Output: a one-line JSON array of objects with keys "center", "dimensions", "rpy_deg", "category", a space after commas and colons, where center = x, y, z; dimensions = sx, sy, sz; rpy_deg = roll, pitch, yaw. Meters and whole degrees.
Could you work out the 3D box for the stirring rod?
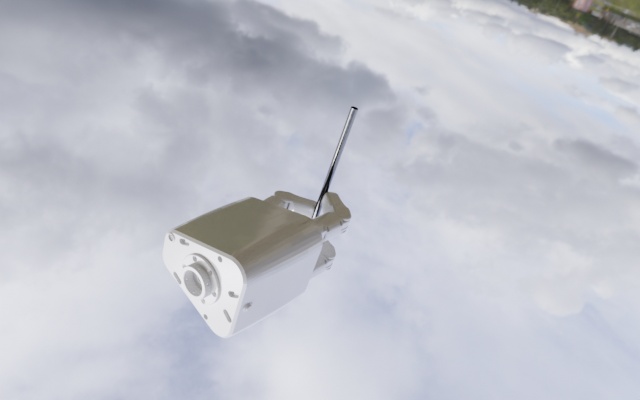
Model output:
[{"center": [0.000, 0.002, 0.555], "dimensions": [0.011, 0.240, 0.011], "rpy_deg": [15, 31, -9], "category": "stirring rod"}]
